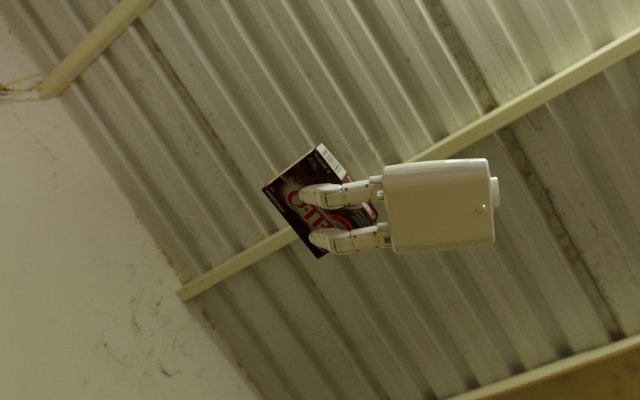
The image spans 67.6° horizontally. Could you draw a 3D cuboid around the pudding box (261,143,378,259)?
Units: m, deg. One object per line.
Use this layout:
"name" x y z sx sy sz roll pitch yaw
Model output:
"pudding box" 0.000 0.002 0.570 0.090 0.113 0.039 -35 7 24
